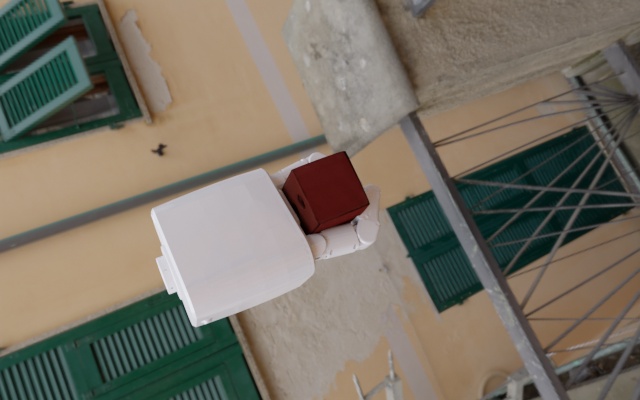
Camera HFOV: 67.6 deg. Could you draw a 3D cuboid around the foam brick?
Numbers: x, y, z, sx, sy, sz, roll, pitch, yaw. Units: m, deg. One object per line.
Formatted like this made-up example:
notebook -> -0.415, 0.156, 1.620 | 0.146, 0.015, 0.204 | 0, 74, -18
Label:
foam brick -> 0.000, 0.001, 0.422 | 0.051, 0.053, 0.078 | -20, -14, -21
